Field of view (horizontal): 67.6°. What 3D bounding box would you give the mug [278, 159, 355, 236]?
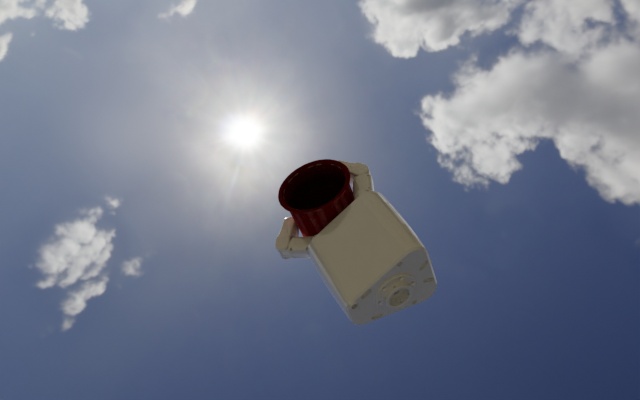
[{"bbox_3d":[0.000,0.001,0.613,0.093,0.082,0.117,-29,40,-4],"label":"mug"}]
